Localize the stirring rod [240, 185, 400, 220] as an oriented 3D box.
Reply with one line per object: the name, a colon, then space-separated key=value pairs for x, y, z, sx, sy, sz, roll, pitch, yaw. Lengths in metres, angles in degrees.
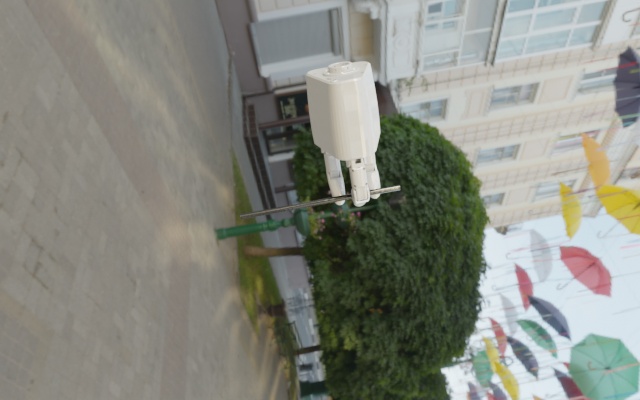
stirring rod: x=0.000 y=0.002 z=0.709 sx=0.239 sy=0.011 sz=0.011 roll=-11 pitch=0 yaw=-2
